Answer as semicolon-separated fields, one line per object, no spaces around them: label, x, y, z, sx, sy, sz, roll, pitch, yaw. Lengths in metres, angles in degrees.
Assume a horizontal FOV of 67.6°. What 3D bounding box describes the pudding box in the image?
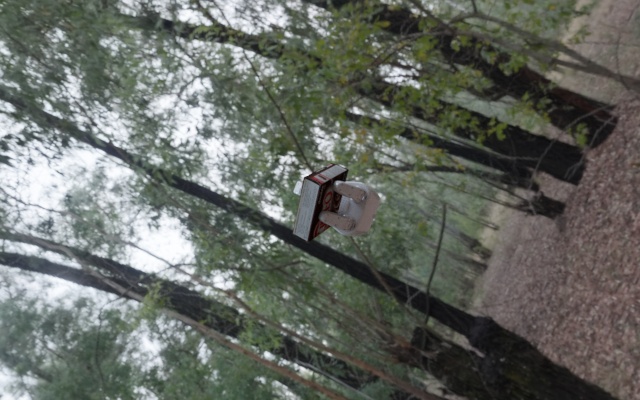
pudding box;0.000;0.003;0.798;0.039;0.113;0.090;23;30;23
